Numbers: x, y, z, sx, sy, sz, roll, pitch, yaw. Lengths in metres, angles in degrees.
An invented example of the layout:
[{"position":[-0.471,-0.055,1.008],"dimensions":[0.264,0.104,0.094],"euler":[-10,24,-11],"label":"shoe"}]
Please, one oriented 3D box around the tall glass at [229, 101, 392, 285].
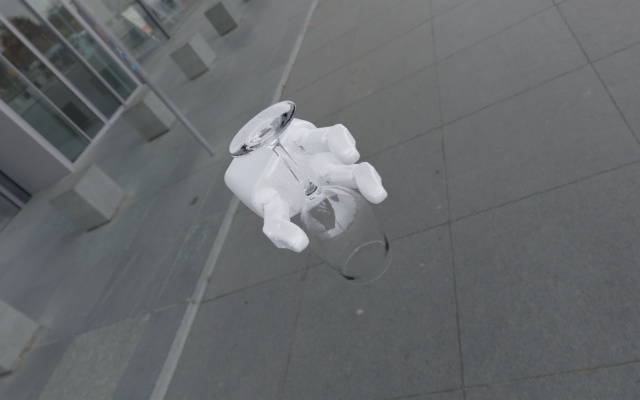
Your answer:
[{"position":[0.000,0.001,0.480],"dimensions":[0.079,0.079,0.201],"euler":[0,-42,46],"label":"tall glass"}]
